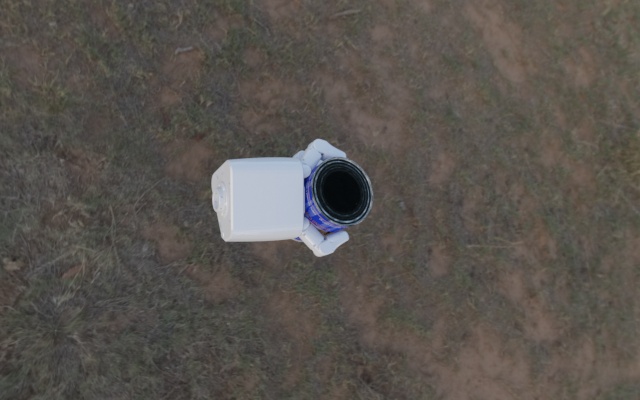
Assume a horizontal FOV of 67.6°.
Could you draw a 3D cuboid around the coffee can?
[{"bbox_3d":[0.000,0.003,0.737,0.103,0.102,0.140,0,-13,-29],"label":"coffee can"}]
